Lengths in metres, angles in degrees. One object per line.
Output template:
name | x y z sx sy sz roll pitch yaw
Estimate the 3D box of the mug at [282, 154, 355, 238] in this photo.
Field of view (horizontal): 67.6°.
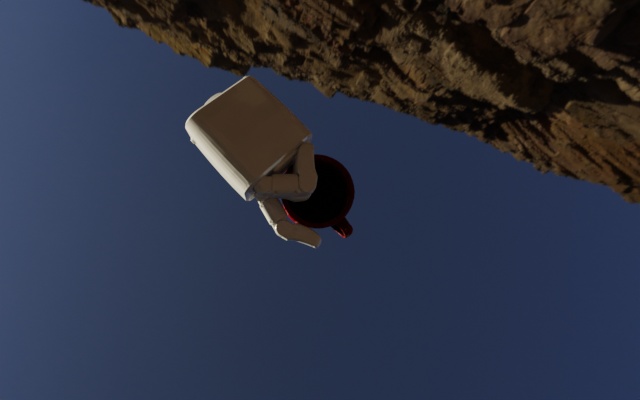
mug | 0.001 0.003 0.632 0.093 0.117 0.081 -43 0 -10
